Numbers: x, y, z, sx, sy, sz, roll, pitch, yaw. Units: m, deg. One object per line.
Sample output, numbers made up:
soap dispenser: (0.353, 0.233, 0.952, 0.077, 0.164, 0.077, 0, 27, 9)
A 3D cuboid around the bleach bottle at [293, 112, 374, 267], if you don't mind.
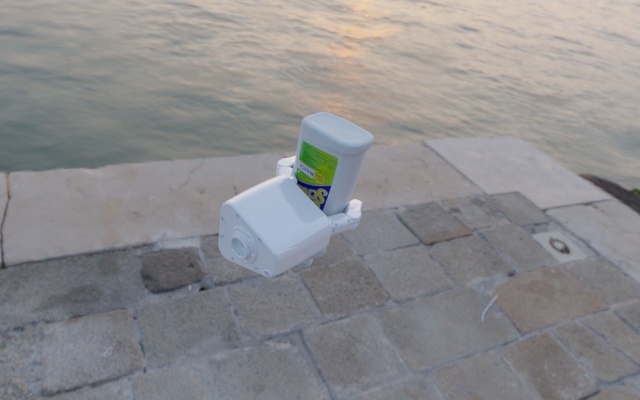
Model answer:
bleach bottle: (0.000, 0.002, 0.715, 0.102, 0.251, 0.068, 32, 38, 27)
